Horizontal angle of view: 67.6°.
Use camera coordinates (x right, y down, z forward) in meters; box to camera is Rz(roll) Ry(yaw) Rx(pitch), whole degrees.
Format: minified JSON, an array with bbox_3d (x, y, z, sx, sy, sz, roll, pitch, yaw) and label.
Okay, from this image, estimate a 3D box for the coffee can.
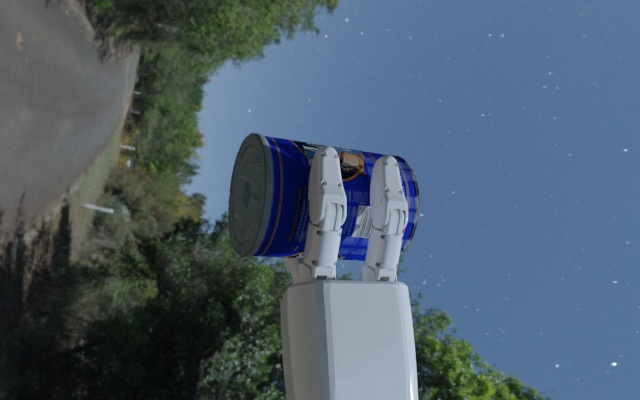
[{"bbox_3d":[0.000,0.001,0.423,0.140,0.103,0.103,6,-2,-25],"label":"coffee can"}]
